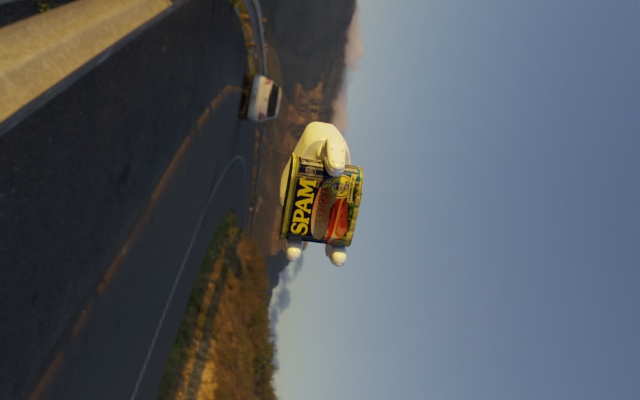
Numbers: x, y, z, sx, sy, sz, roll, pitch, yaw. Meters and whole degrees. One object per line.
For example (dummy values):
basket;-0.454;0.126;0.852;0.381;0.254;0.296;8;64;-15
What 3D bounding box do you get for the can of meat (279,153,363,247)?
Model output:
can of meat;0.000;0.002;0.565;0.084;0.102;0.057;8;19;-8
